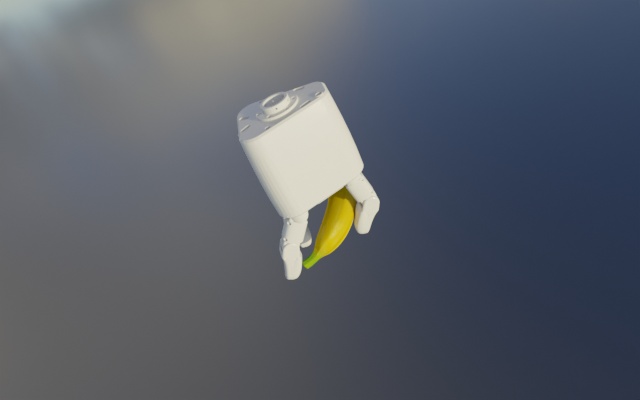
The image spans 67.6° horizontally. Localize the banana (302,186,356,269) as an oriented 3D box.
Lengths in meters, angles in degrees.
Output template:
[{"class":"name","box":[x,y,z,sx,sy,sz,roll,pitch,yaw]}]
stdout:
[{"class":"banana","box":[0.016,0.000,0.633,0.069,0.037,0.197,-15,38,23]}]
